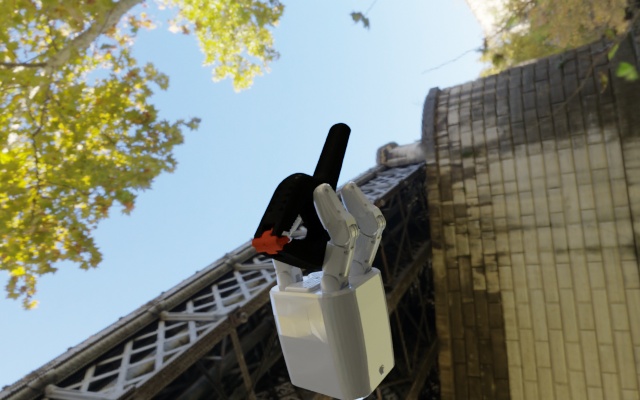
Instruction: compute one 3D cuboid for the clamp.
[{"bbox_3d":[-0.001,0.002,0.489,0.036,0.164,0.210,-12,2,31],"label":"clamp"}]
